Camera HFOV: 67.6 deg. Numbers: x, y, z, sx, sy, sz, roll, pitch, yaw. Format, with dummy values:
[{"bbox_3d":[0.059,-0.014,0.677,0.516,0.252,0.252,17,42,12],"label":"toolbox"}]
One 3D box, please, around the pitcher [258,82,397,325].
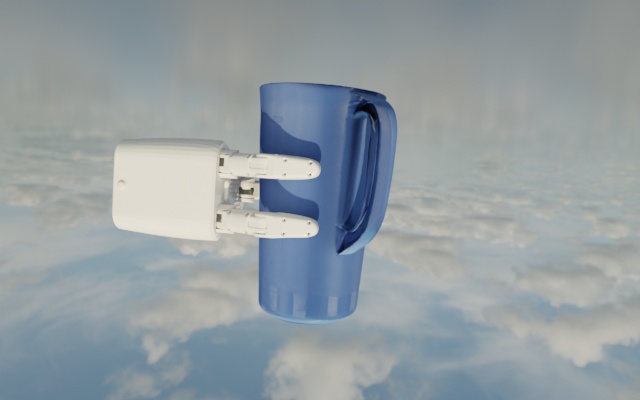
[{"bbox_3d":[0.000,0.002,0.503,0.145,0.243,0.149,5,5,7],"label":"pitcher"}]
